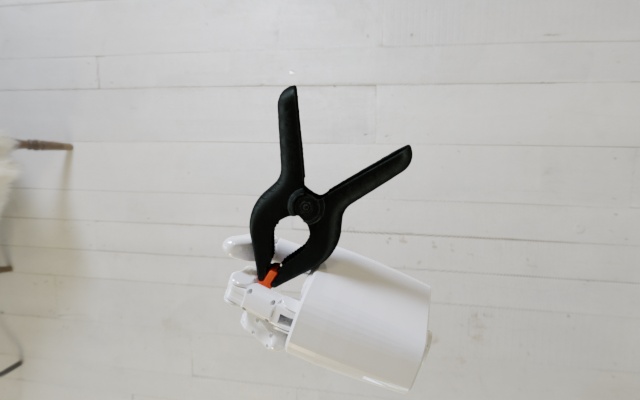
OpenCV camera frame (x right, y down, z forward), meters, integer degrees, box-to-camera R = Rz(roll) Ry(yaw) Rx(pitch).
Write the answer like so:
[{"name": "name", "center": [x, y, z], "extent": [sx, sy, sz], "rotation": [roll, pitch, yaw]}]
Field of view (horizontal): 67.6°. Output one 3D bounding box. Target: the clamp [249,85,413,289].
[{"name": "clamp", "center": [0.000, 0.002, 0.407], "extent": [0.120, 0.171, 0.039], "rotation": [20, 13, 5]}]
